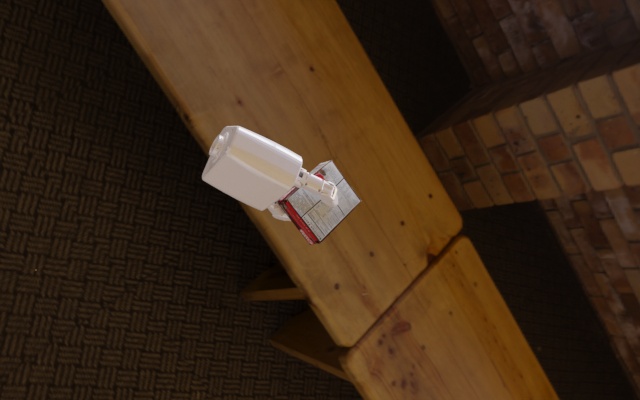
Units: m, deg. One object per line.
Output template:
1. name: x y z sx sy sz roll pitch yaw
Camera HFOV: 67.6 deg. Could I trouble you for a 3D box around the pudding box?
1. pudding box: 0.000 0.002 0.763 0.113 0.090 0.039 -43 14 -28
